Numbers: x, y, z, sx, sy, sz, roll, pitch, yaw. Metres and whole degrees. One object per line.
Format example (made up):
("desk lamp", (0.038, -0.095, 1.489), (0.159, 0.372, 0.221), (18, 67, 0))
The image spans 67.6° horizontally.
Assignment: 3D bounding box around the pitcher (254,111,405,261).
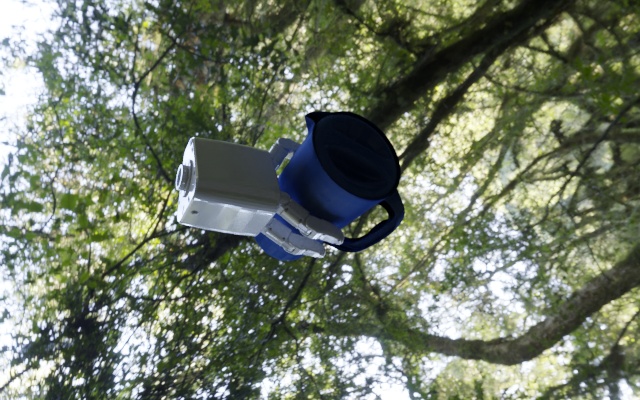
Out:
("pitcher", (0.000, 0.002, 0.683), (0.145, 0.149, 0.243), (10, -33, -27))
